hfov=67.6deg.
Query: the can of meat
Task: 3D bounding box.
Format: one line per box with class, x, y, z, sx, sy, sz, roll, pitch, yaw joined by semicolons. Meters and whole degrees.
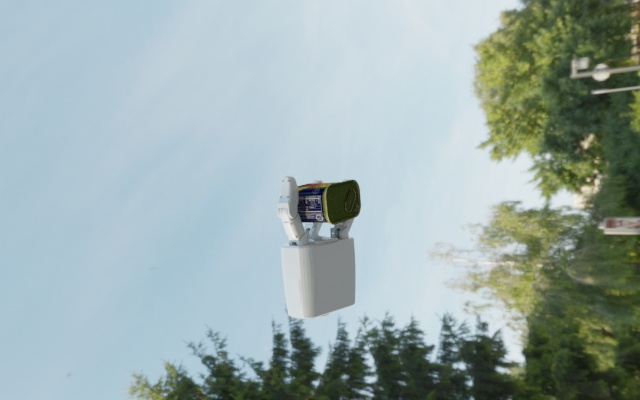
can of meat;0.000;0.002;0.711;0.084;0.057;0.102;-2;7;32
